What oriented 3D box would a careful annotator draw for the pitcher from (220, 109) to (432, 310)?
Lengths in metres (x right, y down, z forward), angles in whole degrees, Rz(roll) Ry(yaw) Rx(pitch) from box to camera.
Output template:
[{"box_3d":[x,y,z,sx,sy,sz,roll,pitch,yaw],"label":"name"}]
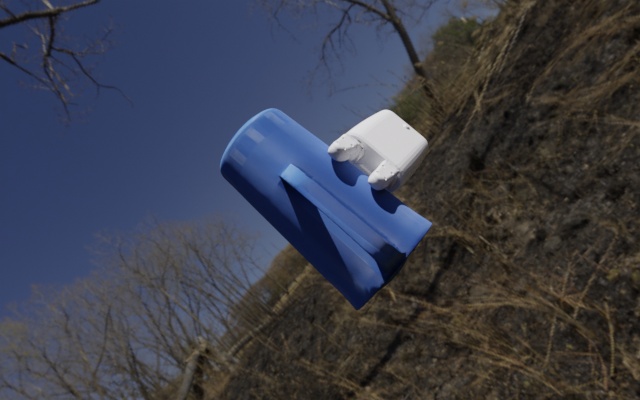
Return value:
[{"box_3d":[0.000,0.002,0.560,0.145,0.243,0.149,-42,-11,-45],"label":"pitcher"}]
